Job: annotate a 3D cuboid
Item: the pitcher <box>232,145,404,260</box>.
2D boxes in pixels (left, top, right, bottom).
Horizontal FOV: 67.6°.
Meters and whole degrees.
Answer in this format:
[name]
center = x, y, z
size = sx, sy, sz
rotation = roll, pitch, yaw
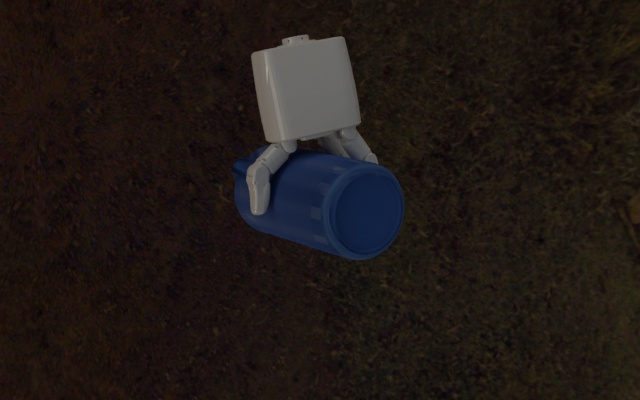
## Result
[pitcher]
center = 0.000, 0.002, 0.615
size = 0.149, 0.145, 0.243
rotation = -19, 17, -26
